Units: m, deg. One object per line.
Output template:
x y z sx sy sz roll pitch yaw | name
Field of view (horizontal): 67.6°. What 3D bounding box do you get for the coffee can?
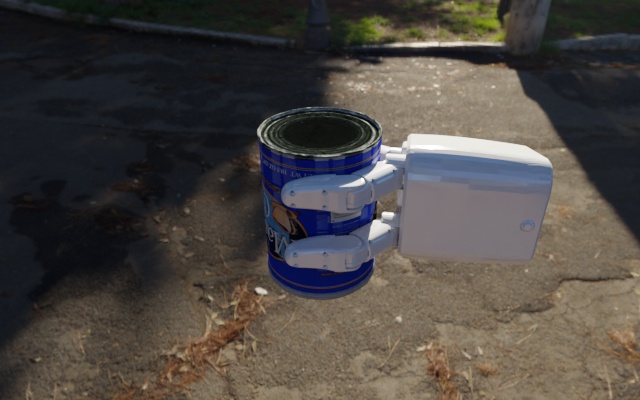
0.000 0.001 0.425 0.103 0.140 0.102 -1 31 0 | coffee can
